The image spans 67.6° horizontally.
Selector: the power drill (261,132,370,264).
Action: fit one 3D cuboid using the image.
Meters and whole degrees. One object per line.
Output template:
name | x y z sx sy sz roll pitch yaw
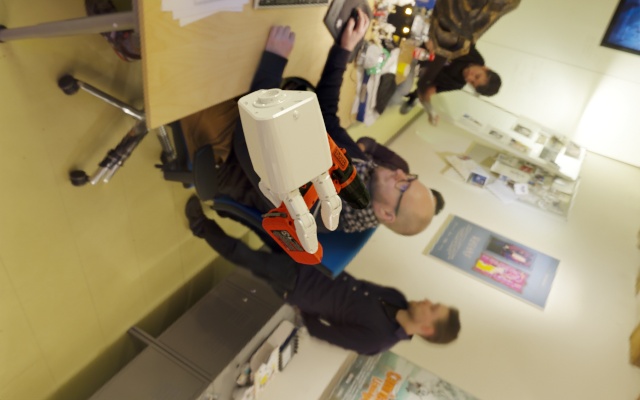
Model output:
power drill | 0.000 0.003 0.744 0.057 0.187 0.184 -7 -44 41
